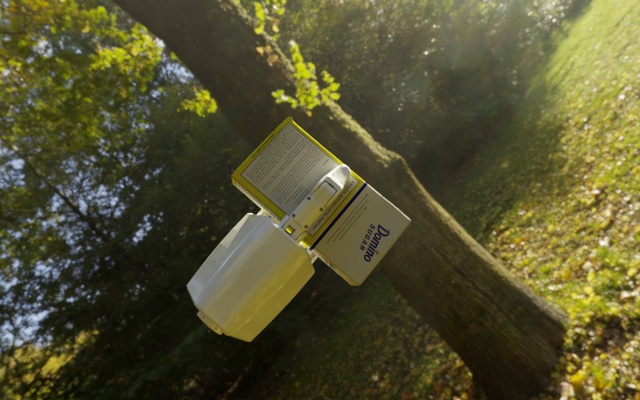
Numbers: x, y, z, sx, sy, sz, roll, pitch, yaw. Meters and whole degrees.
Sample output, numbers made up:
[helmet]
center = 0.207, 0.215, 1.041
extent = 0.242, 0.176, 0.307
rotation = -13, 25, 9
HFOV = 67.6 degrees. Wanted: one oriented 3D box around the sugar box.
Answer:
[sugar box]
center = 0.000, 0.002, 0.519
extent = 0.176, 0.093, 0.048
rotation = 42, -12, -1
